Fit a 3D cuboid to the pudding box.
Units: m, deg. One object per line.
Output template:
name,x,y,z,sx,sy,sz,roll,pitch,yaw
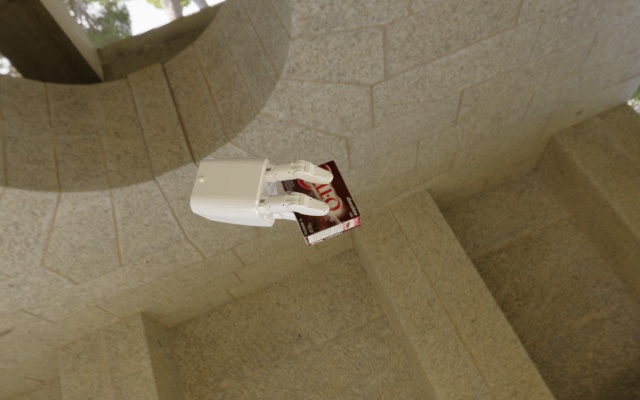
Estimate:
pudding box,0.000,0.002,0.728,0.090,0.113,0.039,-21,-28,-5
